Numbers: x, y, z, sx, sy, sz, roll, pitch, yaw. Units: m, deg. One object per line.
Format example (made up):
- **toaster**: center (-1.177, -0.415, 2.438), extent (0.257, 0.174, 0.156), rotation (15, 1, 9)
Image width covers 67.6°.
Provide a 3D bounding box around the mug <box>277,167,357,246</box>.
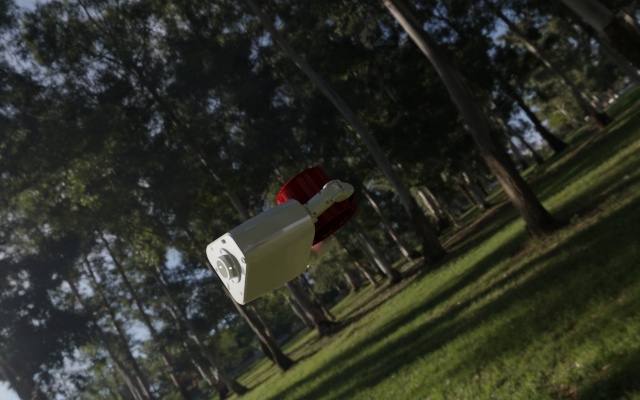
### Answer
- **mug**: center (0.001, 0.002, 0.687), extent (0.117, 0.081, 0.093), rotation (-27, -18, -35)
